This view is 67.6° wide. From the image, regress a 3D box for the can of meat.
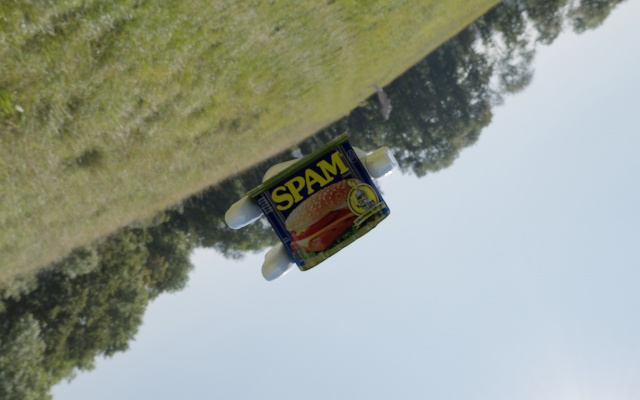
[{"bbox_3d":[0.000,0.002,0.424,0.102,0.084,0.057,-32,5,-4],"label":"can of meat"}]
